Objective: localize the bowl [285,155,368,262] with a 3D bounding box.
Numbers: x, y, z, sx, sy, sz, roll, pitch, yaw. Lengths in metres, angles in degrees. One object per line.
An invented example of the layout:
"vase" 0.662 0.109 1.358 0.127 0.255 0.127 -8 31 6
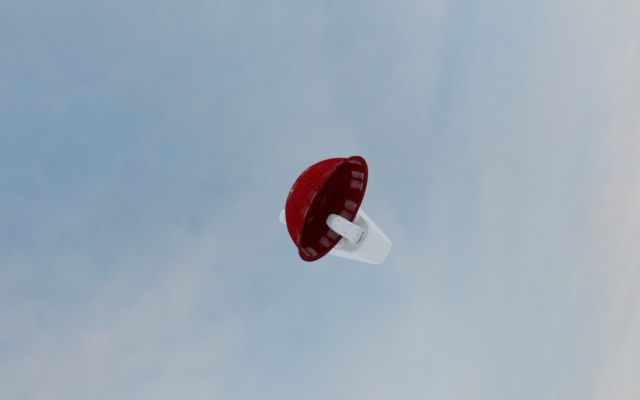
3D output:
"bowl" -0.001 0.001 0.660 0.055 0.162 0.162 29 13 24
